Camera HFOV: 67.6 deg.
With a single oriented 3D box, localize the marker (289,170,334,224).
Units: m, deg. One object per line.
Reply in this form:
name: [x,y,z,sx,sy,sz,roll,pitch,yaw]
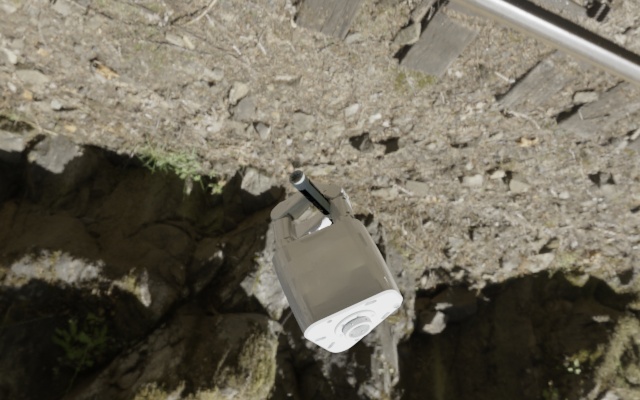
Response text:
marker: [0.000,0.002,0.582,0.020,0.020,0.121,0,-28,31]
